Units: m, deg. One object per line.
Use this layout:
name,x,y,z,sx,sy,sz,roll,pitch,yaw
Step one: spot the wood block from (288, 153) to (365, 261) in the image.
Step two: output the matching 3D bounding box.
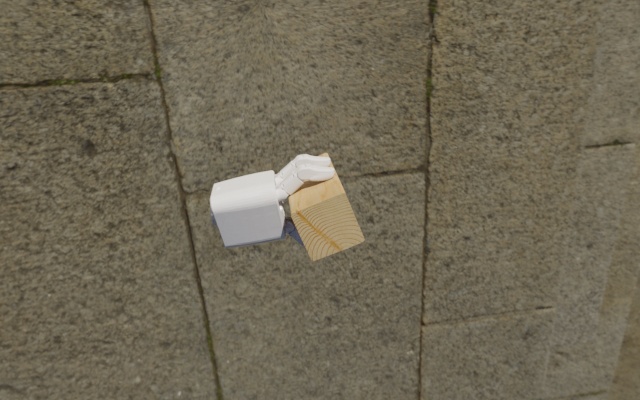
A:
wood block,0.000,0.003,0.806,0.090,0.091,0.206,-22,23,2
